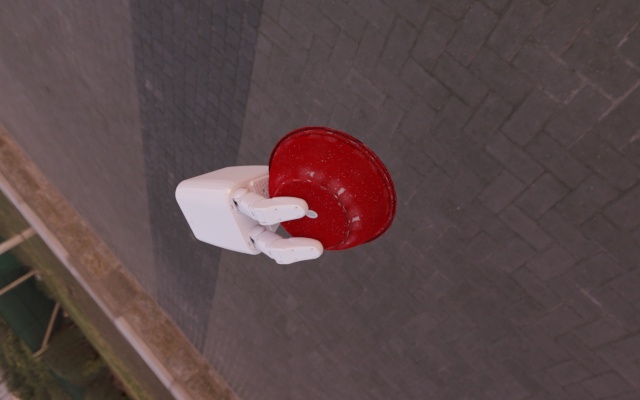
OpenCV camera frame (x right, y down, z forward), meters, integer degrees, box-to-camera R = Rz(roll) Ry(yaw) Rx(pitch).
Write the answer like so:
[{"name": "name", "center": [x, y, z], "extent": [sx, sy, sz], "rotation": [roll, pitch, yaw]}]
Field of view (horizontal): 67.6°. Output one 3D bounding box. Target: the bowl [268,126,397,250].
[{"name": "bowl", "center": [0.001, 0.002, 0.531], "extent": [0.162, 0.162, 0.055], "rotation": [0, 34, 30]}]
